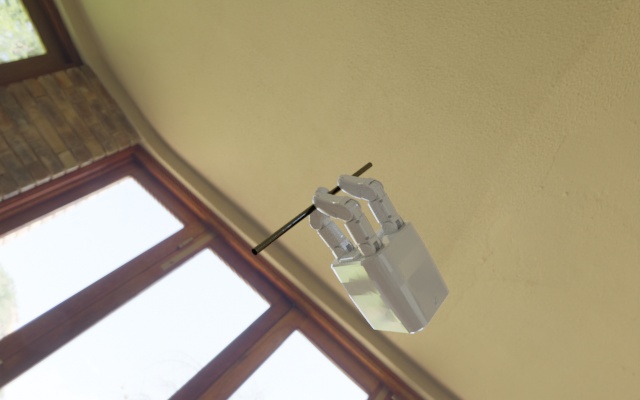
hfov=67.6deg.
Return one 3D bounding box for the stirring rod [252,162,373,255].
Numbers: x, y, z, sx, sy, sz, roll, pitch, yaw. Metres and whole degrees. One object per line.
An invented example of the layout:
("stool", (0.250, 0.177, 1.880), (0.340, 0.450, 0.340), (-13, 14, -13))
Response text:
("stirring rod", (0.000, 0.002, 0.582), (0.011, 0.011, 0.239), (0, 25, 40))
